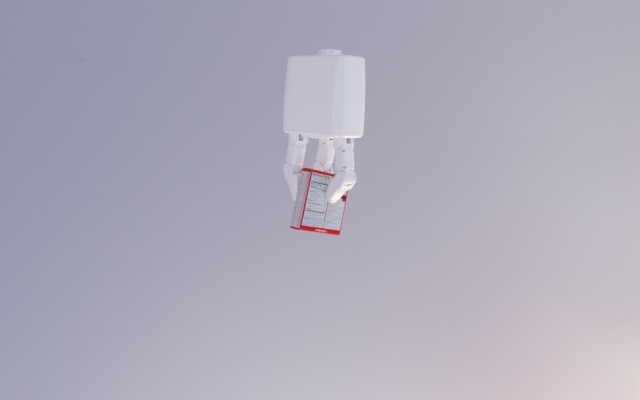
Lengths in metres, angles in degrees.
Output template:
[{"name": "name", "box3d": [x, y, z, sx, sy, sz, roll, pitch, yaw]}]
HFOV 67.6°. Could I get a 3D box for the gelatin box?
[{"name": "gelatin box", "box3d": [0.000, 0.003, 0.692, 0.073, 0.089, 0.030, 10, 1, -37]}]
